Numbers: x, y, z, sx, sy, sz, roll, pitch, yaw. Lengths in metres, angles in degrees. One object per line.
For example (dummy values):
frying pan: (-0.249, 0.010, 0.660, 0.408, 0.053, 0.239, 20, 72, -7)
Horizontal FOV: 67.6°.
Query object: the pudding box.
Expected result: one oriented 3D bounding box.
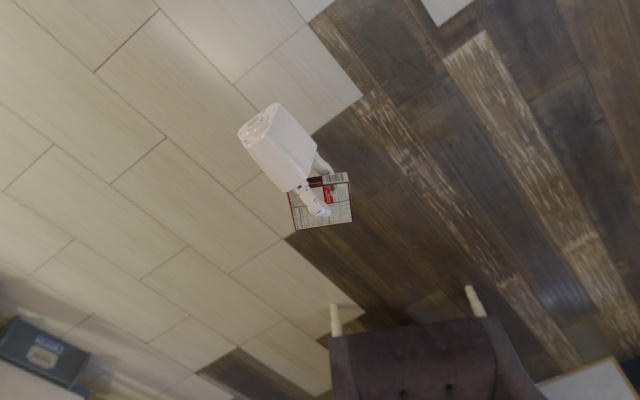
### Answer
pudding box: (0.000, 0.003, 0.865, 0.113, 0.090, 0.039, -8, 33, 2)
